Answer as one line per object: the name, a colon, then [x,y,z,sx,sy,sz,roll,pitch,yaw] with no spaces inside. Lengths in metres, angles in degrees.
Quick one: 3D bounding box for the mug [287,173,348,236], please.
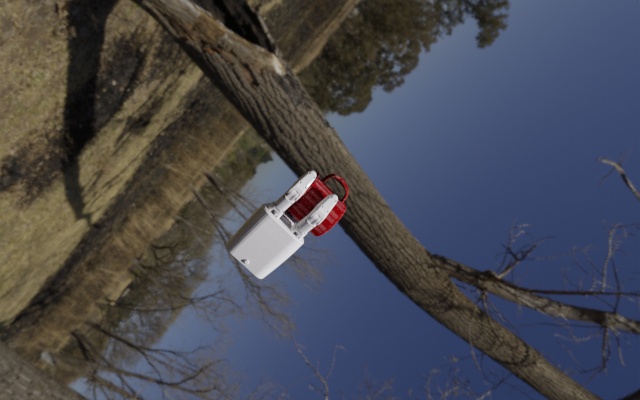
mug: [0.001,0.002,0.865,0.117,0.081,0.093,-43,12,12]
